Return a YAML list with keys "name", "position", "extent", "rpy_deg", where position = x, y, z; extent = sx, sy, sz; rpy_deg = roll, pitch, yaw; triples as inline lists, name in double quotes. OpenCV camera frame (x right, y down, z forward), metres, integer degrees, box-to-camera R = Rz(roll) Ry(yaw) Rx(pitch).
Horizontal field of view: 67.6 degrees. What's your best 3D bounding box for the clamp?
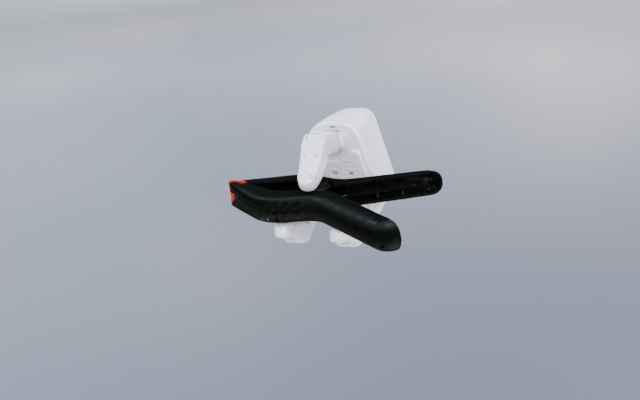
- name: "clamp"
  position: [0.000, 0.001, 0.445]
  extent: [0.210, 0.036, 0.164]
  rpy_deg: [2, 18, 18]
